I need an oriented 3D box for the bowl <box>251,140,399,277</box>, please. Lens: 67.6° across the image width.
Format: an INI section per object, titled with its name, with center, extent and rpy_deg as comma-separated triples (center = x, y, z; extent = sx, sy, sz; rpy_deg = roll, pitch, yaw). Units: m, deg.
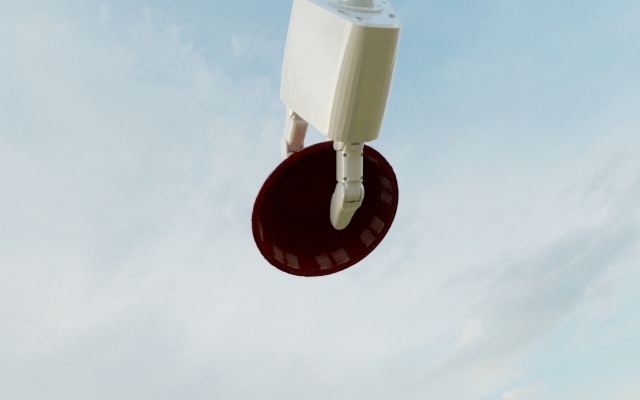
[bowl]
center = -0.001, 0.003, 0.512
extent = 0.162, 0.162, 0.055
rpy_deg = 0, 28, -22
